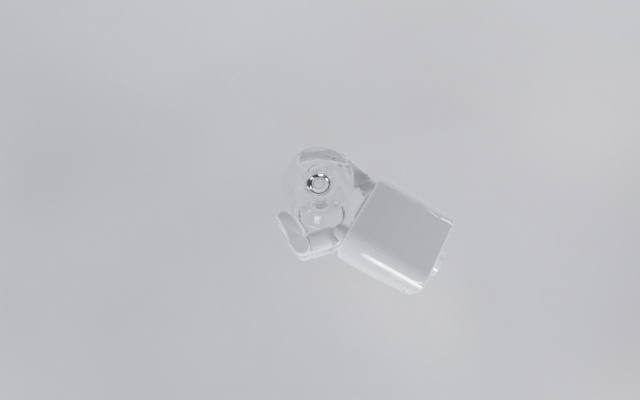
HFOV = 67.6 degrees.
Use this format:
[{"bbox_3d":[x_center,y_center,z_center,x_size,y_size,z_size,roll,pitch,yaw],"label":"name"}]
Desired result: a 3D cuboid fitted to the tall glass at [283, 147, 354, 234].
[{"bbox_3d":[0.000,0.002,0.595,0.079,0.079,0.201,0,-13,1],"label":"tall glass"}]
